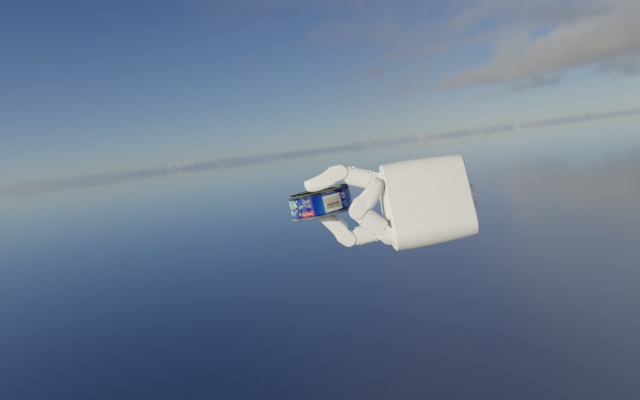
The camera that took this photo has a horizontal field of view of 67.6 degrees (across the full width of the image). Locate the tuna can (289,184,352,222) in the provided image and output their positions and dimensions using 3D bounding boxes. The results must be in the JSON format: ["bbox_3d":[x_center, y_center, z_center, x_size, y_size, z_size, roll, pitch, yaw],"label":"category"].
[{"bbox_3d":[0.000,0.002,0.658,0.086,0.034,0.086,-13,6,1],"label":"tuna can"}]
